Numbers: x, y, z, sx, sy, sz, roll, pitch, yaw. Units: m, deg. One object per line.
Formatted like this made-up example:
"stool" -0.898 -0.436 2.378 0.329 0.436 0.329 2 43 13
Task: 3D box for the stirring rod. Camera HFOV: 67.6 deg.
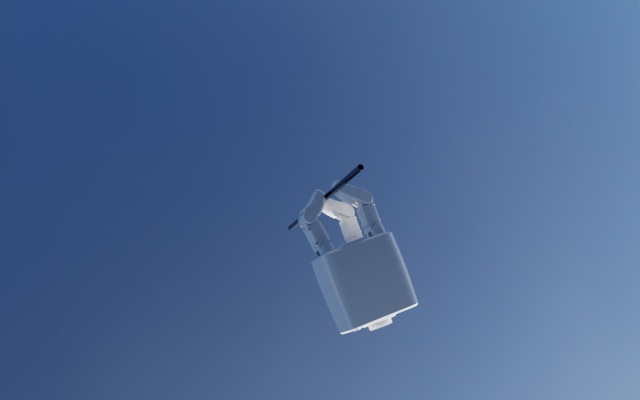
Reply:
"stirring rod" 0.000 0.002 0.691 0.011 0.011 0.240 0 -21 -26
